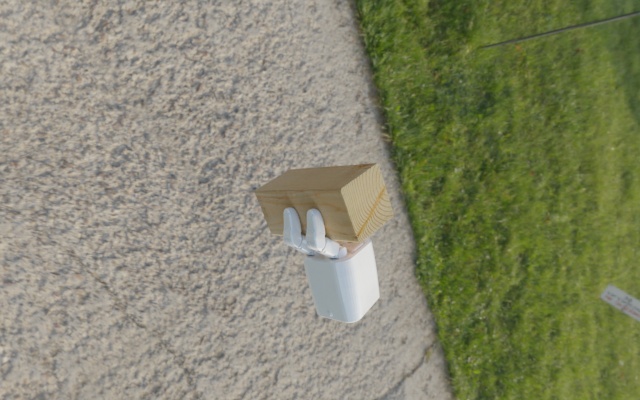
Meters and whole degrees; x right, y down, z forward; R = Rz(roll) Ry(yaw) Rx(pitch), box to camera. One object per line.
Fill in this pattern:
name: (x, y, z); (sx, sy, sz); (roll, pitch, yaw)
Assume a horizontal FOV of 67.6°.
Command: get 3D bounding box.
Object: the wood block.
wood block: (0.001, 0.003, 0.764); (0.206, 0.090, 0.090); (0, 27, 47)
